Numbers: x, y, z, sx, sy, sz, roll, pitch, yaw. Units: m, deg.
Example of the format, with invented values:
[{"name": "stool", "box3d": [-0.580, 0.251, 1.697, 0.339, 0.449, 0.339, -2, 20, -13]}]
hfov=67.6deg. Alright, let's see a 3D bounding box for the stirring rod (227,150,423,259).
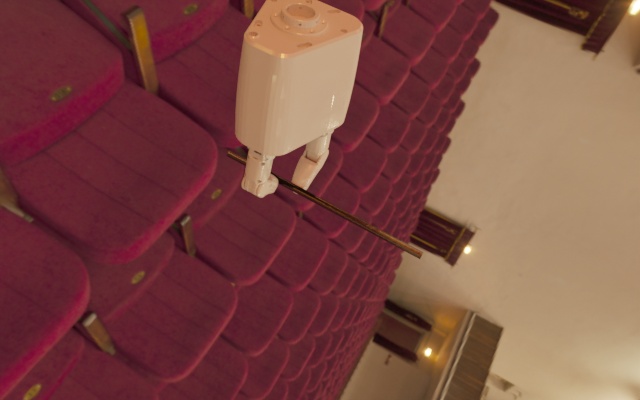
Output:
[{"name": "stirring rod", "box3d": [0.000, 0.002, 0.515, 0.239, 0.011, 0.011, 28, 6, 12]}]
